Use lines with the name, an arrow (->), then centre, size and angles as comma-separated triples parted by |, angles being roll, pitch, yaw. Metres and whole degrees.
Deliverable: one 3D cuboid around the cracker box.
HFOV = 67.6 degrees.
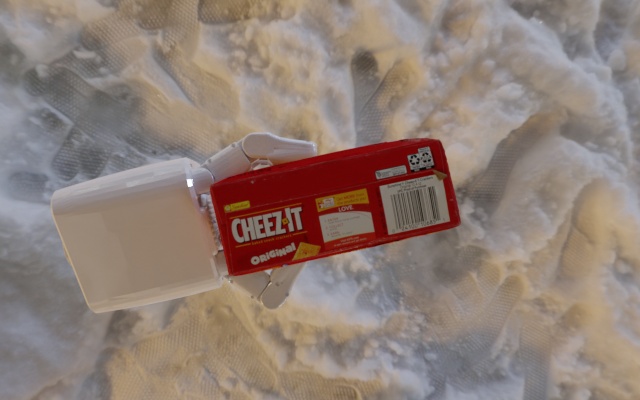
cracker box -> 0.000, 0.002, 0.421 | 0.164, 0.072, 0.213 | -12, 2, -6
